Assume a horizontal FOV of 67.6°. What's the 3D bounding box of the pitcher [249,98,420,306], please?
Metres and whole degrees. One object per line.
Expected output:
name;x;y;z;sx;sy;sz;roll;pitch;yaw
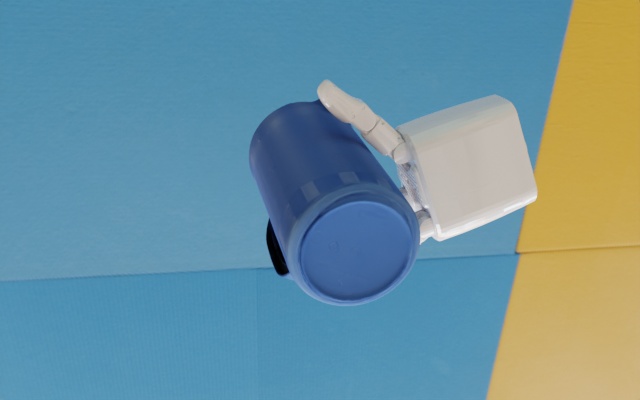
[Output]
pitcher;0.000;0.001;0.472;0.145;0.149;0.242;-21;26;-3
